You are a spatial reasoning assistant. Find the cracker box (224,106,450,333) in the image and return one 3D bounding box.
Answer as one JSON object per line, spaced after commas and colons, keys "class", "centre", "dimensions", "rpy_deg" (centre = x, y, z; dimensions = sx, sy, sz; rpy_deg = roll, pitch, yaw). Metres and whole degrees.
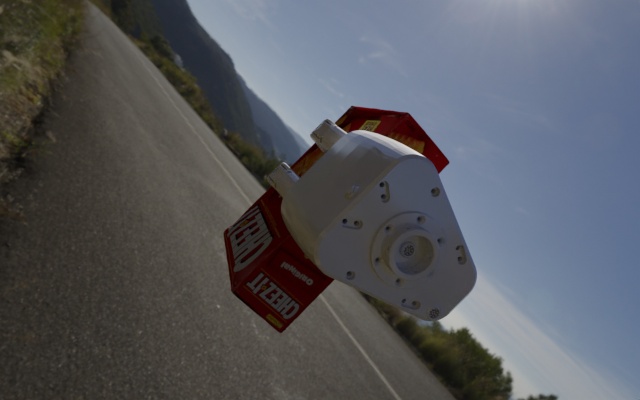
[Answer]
{"class": "cracker box", "centre": [0.000, 0.002, 0.481], "dimensions": [0.072, 0.213, 0.164], "rpy_deg": [45, 0, -19]}
